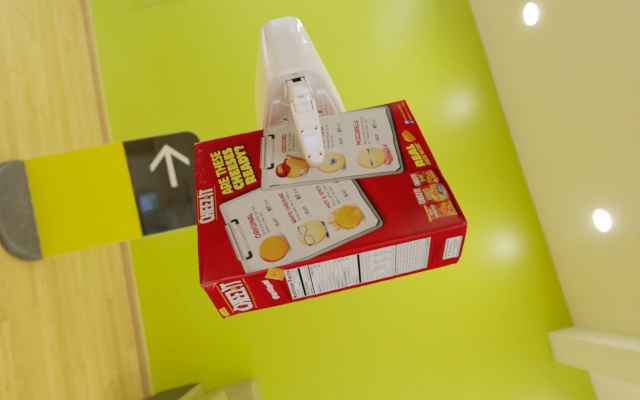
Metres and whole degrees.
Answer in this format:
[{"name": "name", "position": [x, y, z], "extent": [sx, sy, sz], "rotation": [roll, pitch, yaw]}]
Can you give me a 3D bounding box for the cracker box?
[{"name": "cracker box", "position": [0.000, 0.001, 0.438], "extent": [0.213, 0.164, 0.072], "rotation": [-13, -40, -2]}]
